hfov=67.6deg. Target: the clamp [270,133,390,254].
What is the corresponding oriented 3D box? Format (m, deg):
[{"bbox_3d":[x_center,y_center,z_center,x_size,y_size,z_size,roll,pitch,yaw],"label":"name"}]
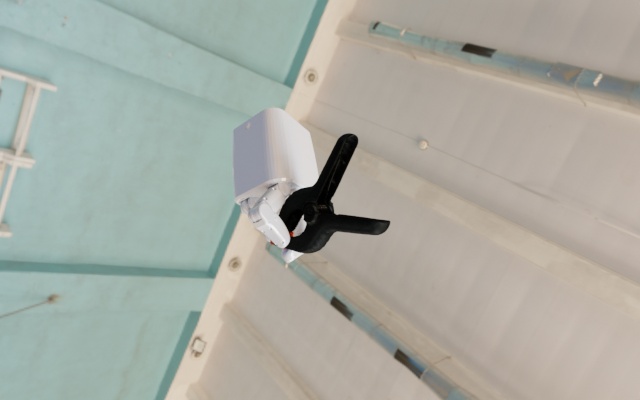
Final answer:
[{"bbox_3d":[0.000,0.002,0.558,0.171,0.120,0.039,-24,-26,38],"label":"clamp"}]
